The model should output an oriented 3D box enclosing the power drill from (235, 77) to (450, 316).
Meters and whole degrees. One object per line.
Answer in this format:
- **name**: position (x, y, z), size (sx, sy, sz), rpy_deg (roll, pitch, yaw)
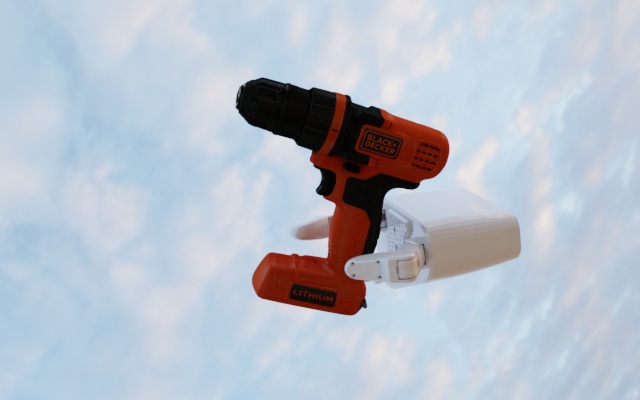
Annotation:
- **power drill**: position (0.000, 0.002, 0.416), size (0.184, 0.188, 0.057), rpy_deg (15, 19, -12)
